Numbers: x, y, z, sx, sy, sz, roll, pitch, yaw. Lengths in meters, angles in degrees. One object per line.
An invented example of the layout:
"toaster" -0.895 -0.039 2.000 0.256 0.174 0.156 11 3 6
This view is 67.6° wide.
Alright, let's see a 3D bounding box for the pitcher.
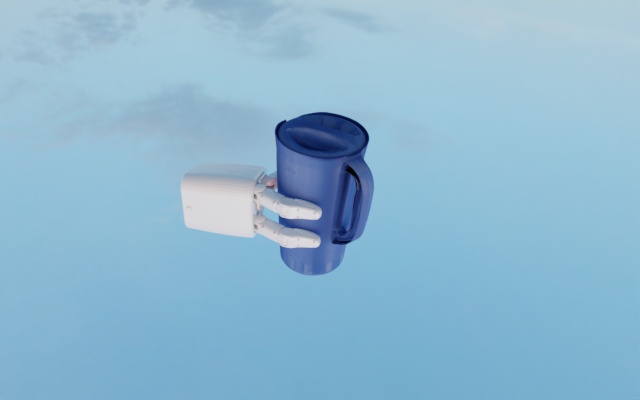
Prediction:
"pitcher" 0.000 0.002 0.728 0.145 0.243 0.149 7 36 3
